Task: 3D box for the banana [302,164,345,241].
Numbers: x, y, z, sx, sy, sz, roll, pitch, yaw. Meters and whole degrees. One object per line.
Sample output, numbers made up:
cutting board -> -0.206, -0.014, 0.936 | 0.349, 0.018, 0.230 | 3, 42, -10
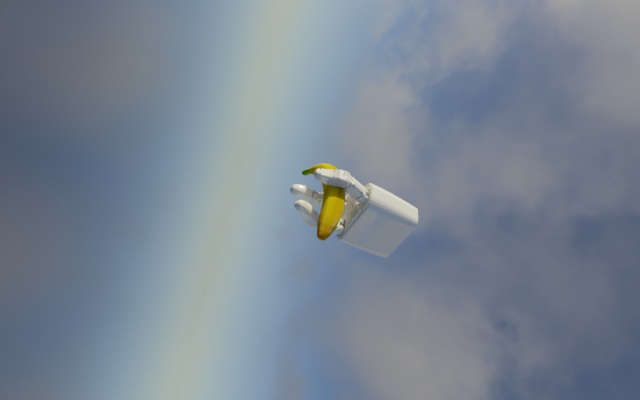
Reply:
banana -> 0.012, -0.011, 0.815 | 0.037, 0.070, 0.197 | 36, 23, -29
